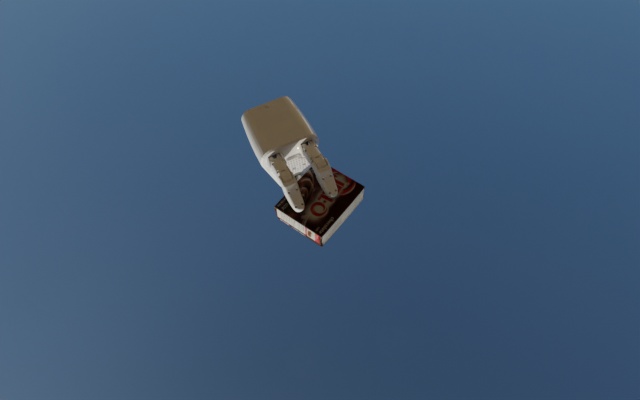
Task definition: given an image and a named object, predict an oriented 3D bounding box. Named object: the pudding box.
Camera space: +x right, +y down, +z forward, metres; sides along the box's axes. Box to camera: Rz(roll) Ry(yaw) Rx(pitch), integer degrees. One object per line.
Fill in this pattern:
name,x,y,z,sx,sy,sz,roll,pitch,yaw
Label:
pudding box,0.000,0.002,0.727,0.090,0.113,0.039,31,-25,21
